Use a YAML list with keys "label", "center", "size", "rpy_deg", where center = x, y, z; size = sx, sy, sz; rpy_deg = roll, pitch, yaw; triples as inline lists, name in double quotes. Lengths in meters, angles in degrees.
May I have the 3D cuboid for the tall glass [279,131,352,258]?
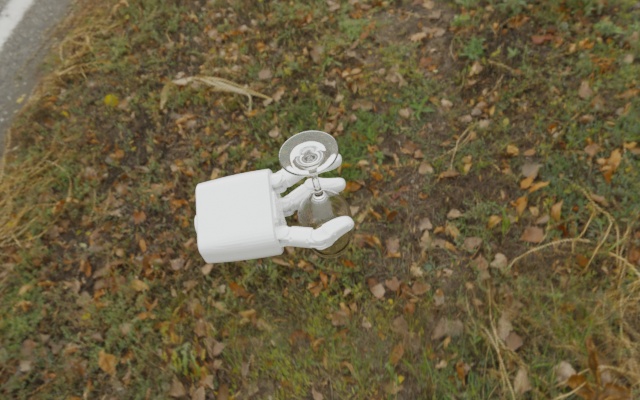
- label: "tall glass"
  center: [0.000, 0.002, 0.655]
  size: [0.079, 0.079, 0.201]
  rpy_deg: [0, -37, 11]
